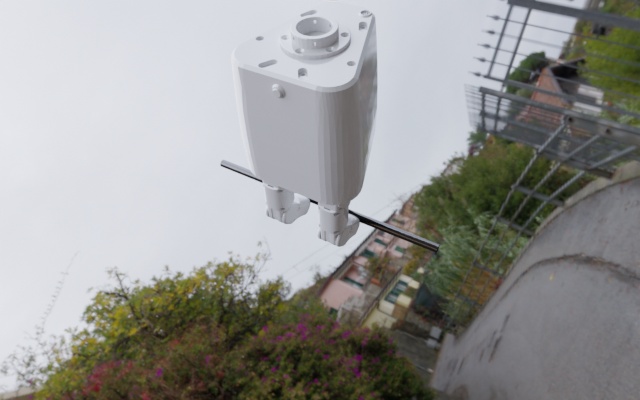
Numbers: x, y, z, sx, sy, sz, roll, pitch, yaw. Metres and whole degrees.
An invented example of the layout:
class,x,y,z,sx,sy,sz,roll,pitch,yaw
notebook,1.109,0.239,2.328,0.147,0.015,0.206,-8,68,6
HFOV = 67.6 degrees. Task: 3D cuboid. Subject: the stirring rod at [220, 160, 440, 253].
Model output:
class,x,y,z,sx,sy,sz,roll,pitch,yaw
stirring rod,0.000,0.001,0.467,0.239,0.011,0.011,22,8,21
